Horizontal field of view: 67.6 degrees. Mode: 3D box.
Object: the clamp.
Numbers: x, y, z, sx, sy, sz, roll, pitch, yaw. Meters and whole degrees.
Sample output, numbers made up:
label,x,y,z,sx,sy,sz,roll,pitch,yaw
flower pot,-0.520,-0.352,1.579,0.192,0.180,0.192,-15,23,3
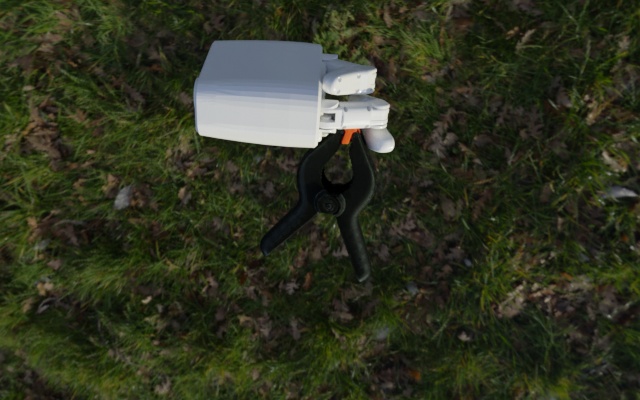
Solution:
label,x,y,z,sx,sy,sz,roll,pitch,yaw
clamp,0.000,0.002,0.480,0.120,0.171,0.039,5,23,-1
